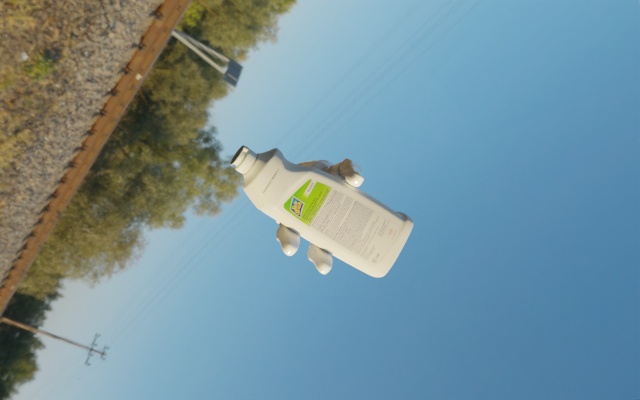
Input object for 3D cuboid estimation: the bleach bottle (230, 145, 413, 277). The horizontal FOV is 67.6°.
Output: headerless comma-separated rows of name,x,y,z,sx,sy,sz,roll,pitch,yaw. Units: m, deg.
bleach bottle,0.000,0.002,0.625,0.251,0.102,0.068,34,-10,-22
